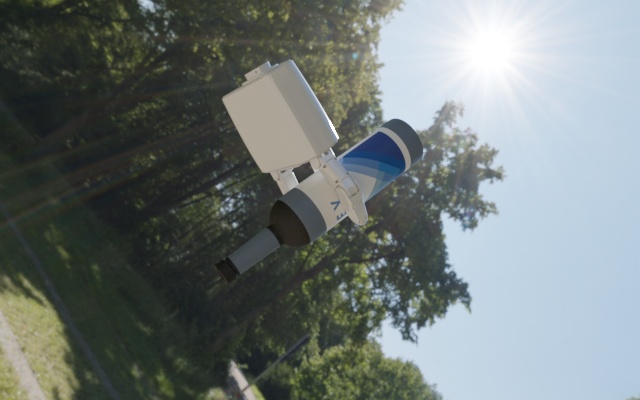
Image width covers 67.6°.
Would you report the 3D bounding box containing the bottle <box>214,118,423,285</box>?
[{"bbox_3d":[0.000,0.002,0.584,0.295,0.069,0.069,-36,14,-19],"label":"bottle"}]
